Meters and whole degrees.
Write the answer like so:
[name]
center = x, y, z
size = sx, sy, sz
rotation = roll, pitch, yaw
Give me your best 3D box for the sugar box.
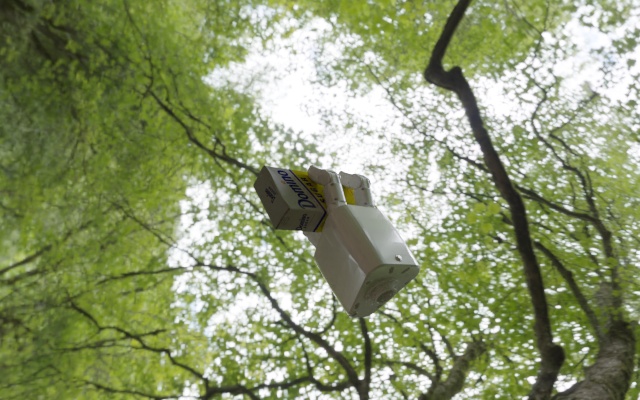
[sugar box]
center = 0.001, 0.002, 0.688
size = 0.176, 0.048, 0.093
rotation = 9, 36, -40
